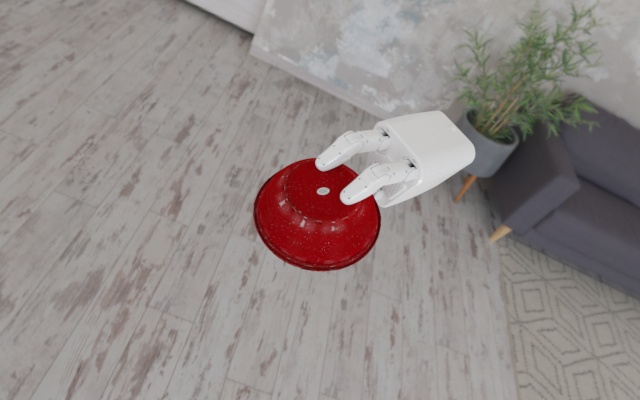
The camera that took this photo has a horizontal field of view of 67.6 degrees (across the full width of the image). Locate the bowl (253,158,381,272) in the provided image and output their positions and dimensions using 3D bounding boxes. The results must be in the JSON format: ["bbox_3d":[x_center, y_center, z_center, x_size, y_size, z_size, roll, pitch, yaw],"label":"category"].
[{"bbox_3d":[-0.001,0.002,0.577,0.162,0.162,0.055,0,-34,-9],"label":"bowl"}]
